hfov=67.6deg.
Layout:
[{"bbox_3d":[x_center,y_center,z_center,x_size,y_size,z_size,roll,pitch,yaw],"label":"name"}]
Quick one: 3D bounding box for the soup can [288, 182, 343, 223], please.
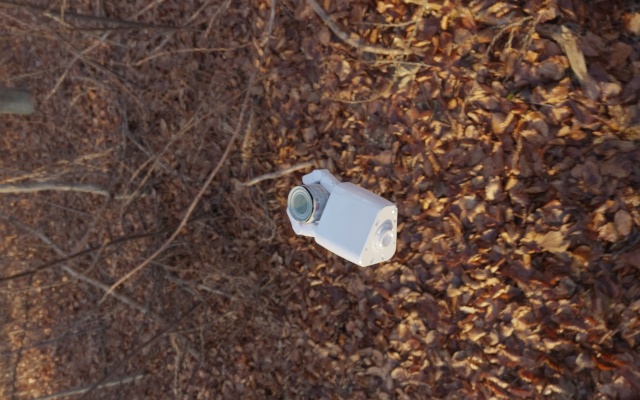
[{"bbox_3d":[0.000,0.003,0.861,0.102,0.068,0.068,-7,5,-43],"label":"soup can"}]
